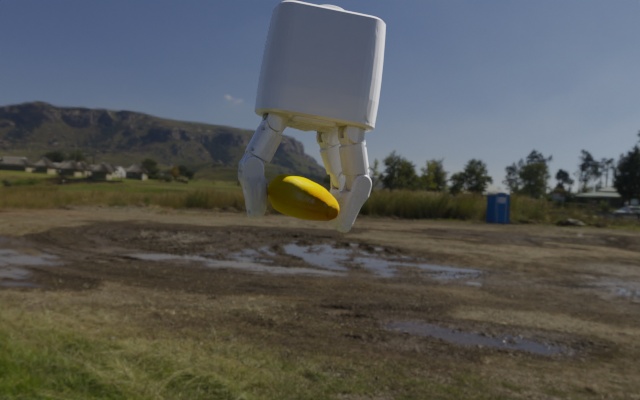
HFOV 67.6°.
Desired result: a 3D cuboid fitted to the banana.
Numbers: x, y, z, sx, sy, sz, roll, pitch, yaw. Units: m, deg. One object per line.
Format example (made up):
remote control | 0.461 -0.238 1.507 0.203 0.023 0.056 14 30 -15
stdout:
banana | -0.018 -0.003 0.455 0.069 0.037 0.198 14 -1 1
